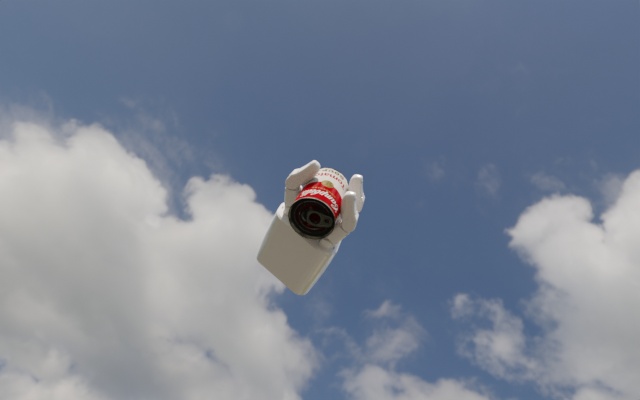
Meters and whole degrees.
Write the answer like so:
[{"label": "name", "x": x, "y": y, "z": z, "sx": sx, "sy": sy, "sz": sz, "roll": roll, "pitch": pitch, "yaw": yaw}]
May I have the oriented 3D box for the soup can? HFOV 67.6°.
[{"label": "soup can", "x": 0.000, "y": 0.002, "z": 0.700, "sx": 0.068, "sy": 0.068, "sz": 0.102, "roll": 0, "pitch": 28, "yaw": 16}]
